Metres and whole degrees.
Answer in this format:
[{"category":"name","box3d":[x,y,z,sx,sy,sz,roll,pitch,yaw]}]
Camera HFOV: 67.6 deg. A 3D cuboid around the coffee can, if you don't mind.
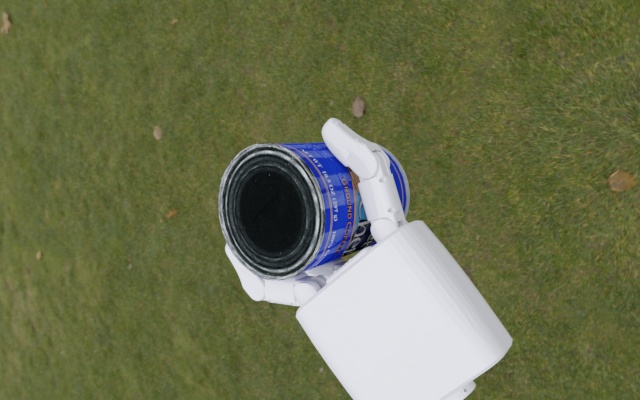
[{"category":"coffee can","box3d":[0.000,0.001,0.407,0.103,0.103,0.140,0,6,35]}]
